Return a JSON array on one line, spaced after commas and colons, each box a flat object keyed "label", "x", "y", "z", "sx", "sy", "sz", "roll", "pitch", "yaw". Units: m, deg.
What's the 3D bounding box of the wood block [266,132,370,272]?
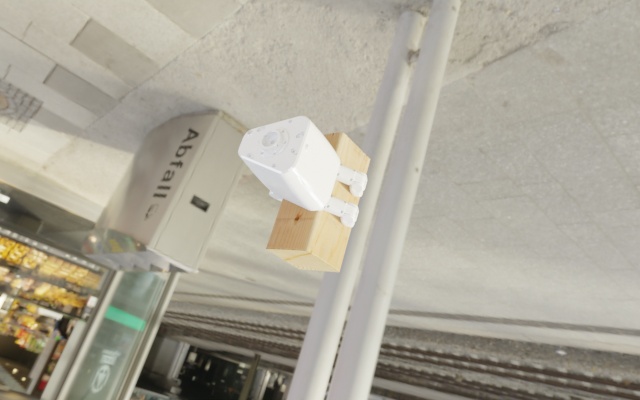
[{"label": "wood block", "x": 0.000, "y": 0.003, "z": 0.782, "sx": 0.091, "sy": 0.206, "sz": 0.090, "roll": -2, "pitch": -29, "yaw": 41}]
